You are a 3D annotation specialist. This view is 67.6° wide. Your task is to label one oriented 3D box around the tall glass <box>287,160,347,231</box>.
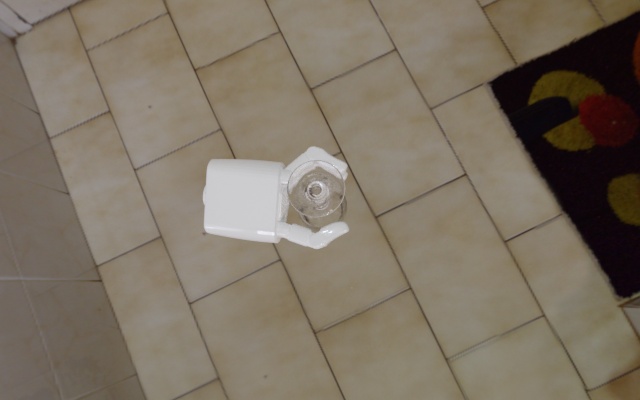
[{"bbox_3d":[0.000,0.002,0.701,0.079,0.079,0.201,0,-10,4],"label":"tall glass"}]
